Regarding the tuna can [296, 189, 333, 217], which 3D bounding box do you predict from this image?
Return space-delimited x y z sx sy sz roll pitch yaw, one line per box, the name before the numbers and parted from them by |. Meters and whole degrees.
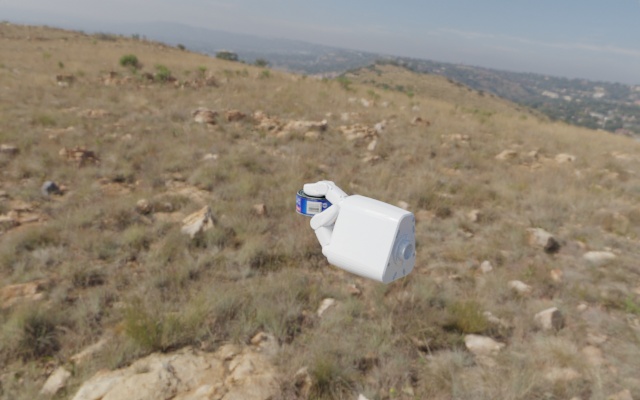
tuna can | 0.000 0.002 0.836 0.086 0.034 0.086 2 14 0
